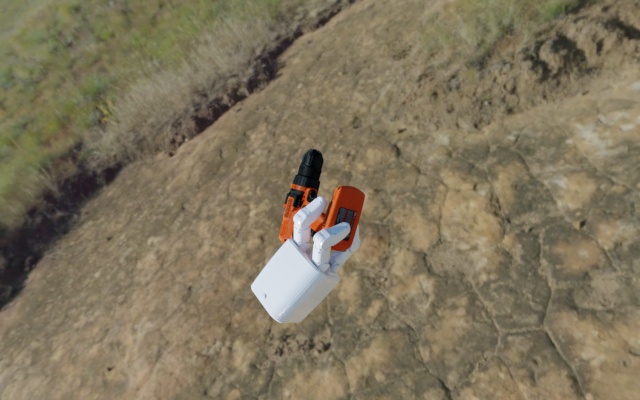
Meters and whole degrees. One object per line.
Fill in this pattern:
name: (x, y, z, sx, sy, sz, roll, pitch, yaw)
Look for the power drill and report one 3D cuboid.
power drill: (0.000, 0.003, 0.831, 0.057, 0.184, 0.187, 14, 1, -29)
